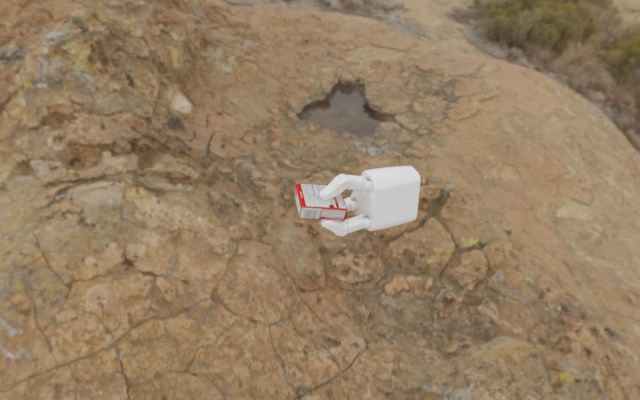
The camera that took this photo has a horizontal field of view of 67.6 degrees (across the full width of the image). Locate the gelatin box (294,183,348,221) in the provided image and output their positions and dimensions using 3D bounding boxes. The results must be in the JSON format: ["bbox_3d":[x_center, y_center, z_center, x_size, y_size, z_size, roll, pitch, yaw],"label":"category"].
[{"bbox_3d":[0.000,0.003,0.885,0.089,0.030,0.073,4,37,-16],"label":"gelatin box"}]
